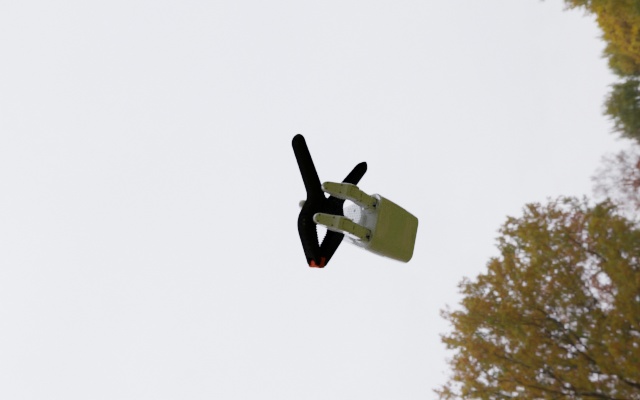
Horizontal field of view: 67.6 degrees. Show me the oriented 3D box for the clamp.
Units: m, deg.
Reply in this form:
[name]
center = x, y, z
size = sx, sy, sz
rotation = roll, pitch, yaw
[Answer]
[clamp]
center = 0.000, 0.003, 0.778
size = 0.164, 0.210, 0.036
rotation = 25, -20, -36
